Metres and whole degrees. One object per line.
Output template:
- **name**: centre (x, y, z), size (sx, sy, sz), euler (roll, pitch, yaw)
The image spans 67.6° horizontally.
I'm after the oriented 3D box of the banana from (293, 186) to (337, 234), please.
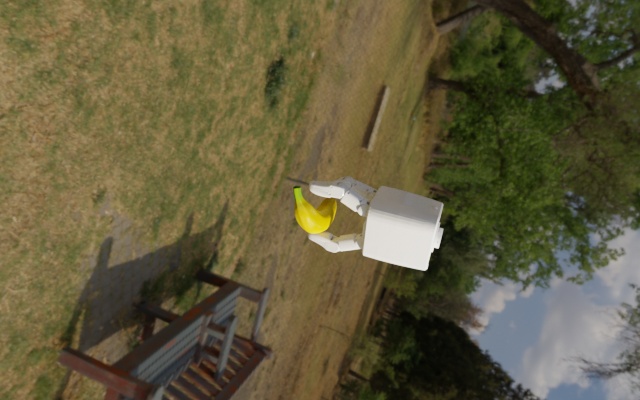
- **banana**: centre (-0.004, 0.021, 0.791), size (0.037, 0.069, 0.198), euler (9, -2, 16)
